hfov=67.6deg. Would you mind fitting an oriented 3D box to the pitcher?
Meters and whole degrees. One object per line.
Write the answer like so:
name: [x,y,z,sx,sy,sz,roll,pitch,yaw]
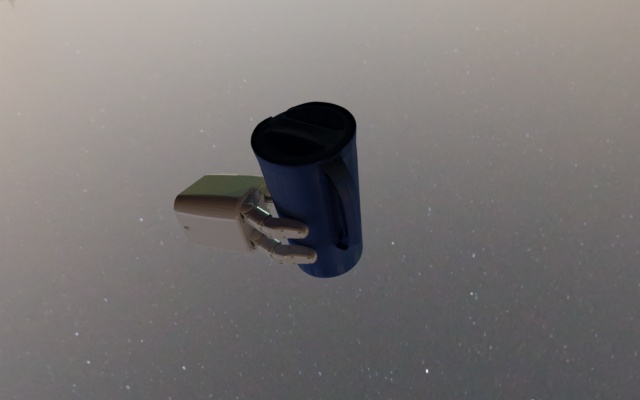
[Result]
pitcher: [0.000,0.002,0.659,0.145,0.243,0.149,4,45,17]
